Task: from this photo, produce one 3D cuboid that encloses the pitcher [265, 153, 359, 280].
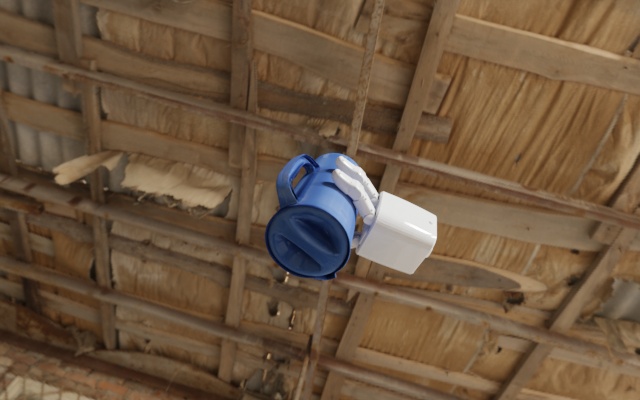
[{"bbox_3d":[0.000,0.003,0.810,0.145,0.149,0.242,22,31,1],"label":"pitcher"}]
